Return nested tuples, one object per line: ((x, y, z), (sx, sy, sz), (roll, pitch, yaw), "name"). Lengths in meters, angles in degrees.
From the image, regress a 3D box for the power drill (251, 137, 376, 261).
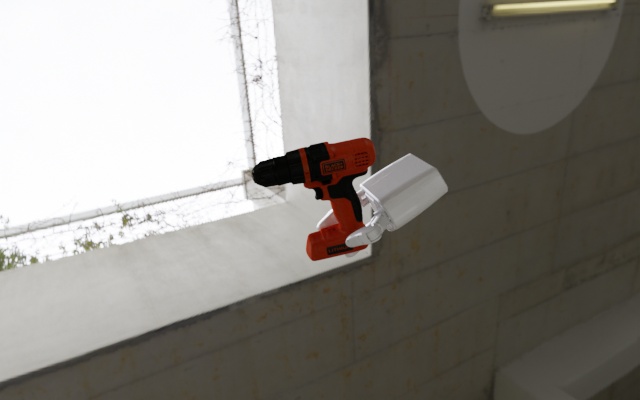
((0.000, 0.003, 0.735), (0.184, 0.188, 0.057), (-12, 33, -3), "power drill")
